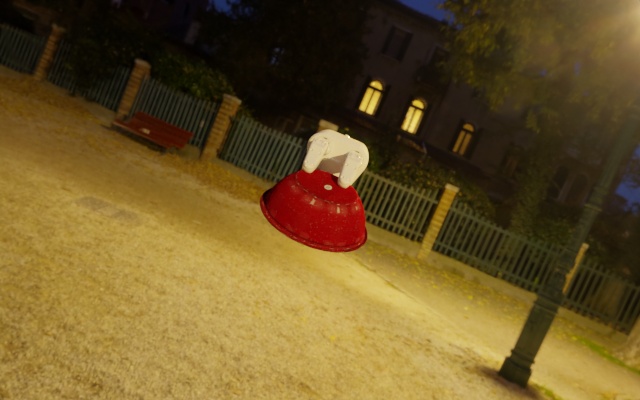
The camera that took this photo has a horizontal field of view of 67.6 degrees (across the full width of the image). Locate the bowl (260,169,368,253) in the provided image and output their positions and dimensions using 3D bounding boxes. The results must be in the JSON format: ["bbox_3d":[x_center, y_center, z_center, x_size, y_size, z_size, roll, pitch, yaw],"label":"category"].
[{"bbox_3d":[0.000,0.002,0.665,0.162,0.055,0.162,18,27,-9],"label":"bowl"}]
